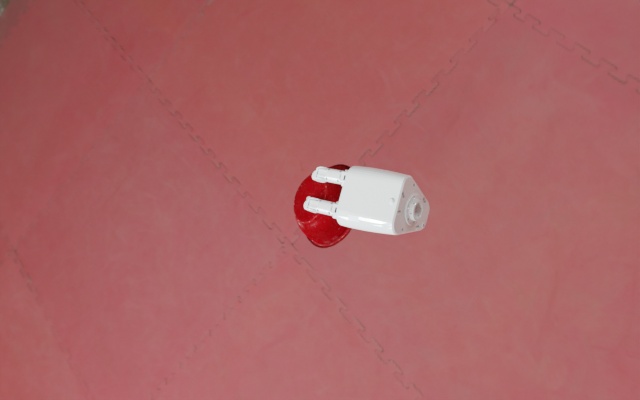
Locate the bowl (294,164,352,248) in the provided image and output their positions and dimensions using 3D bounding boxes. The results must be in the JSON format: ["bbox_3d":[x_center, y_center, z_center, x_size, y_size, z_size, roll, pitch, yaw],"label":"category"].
[{"bbox_3d":[-0.001,0.003,0.872,0.055,0.162,0.162,19,-12,-37],"label":"bowl"}]
